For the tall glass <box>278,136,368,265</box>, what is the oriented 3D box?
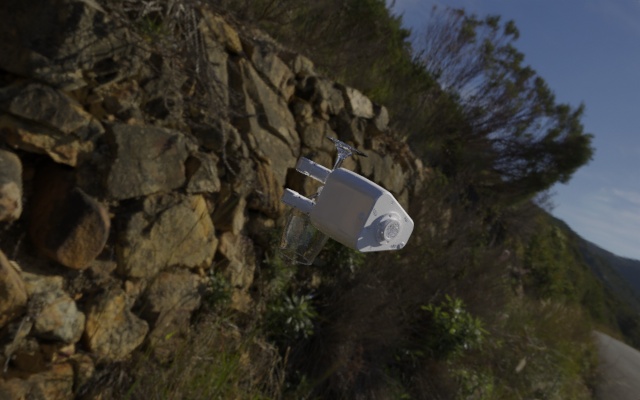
[{"bbox_3d":[0.000,0.002,0.774,0.079,0.201,0.079,26,4,-2],"label":"tall glass"}]
